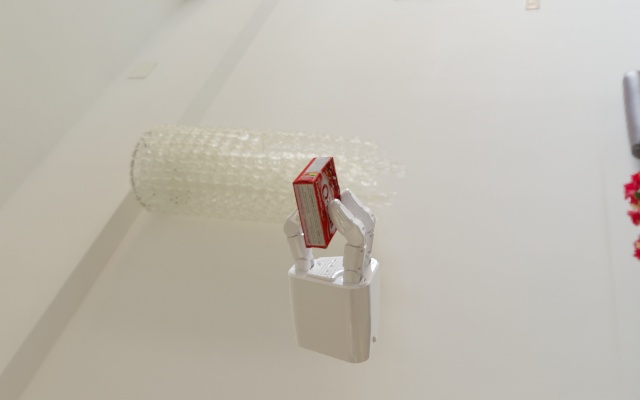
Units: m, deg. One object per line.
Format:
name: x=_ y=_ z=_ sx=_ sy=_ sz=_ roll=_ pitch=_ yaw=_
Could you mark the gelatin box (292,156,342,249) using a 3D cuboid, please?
gelatin box: x=0.000 y=0.002 z=0.570 sx=0.030 sy=0.089 sz=0.073 roll=-1 pitch=27 yaw=22
